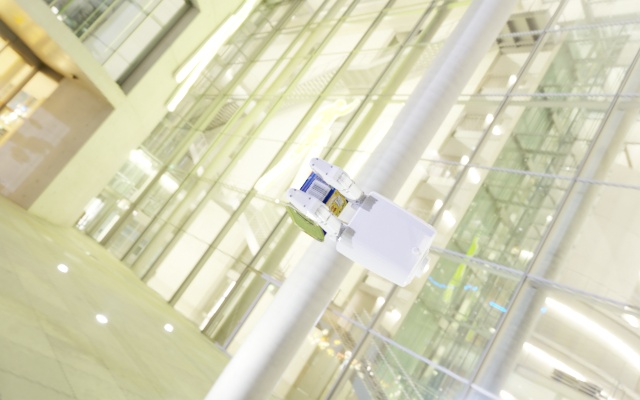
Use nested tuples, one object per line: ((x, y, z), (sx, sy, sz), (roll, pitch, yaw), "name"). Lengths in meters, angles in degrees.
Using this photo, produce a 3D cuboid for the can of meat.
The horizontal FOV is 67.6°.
((0.000, 0.002, 0.699), (0.057, 0.084, 0.102), (30, -16, 19), "can of meat")
